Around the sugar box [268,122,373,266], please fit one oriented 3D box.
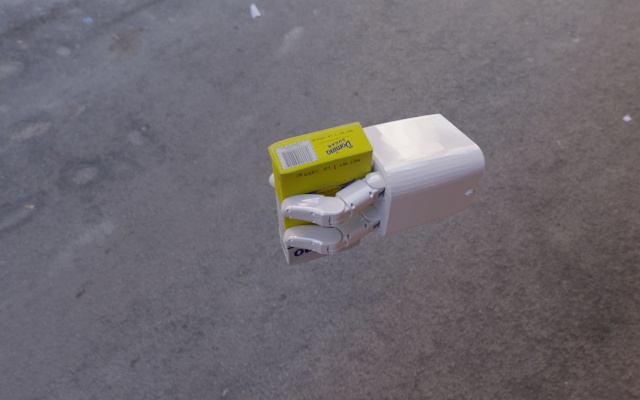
[{"bbox_3d":[0.000,0.002,0.510,0.093,0.048,0.176,-15,-36,-10],"label":"sugar box"}]
